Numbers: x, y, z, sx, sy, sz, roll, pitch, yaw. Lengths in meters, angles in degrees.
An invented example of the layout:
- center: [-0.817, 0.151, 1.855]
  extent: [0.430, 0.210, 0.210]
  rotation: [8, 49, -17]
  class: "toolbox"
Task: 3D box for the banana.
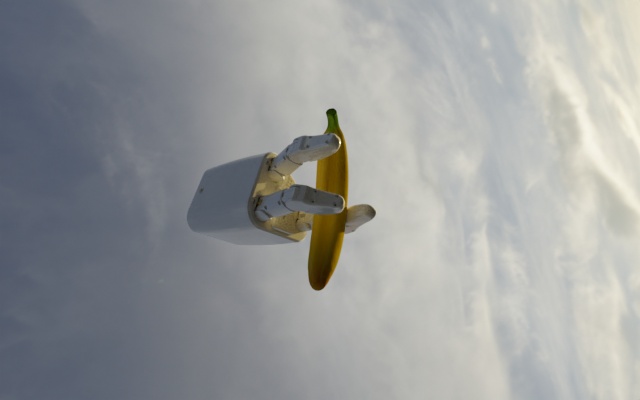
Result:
- center: [0.007, 0.002, 0.537]
  extent: [0.037, 0.197, 0.070]
  rotation: [-1, -11, 22]
  class: "banana"
